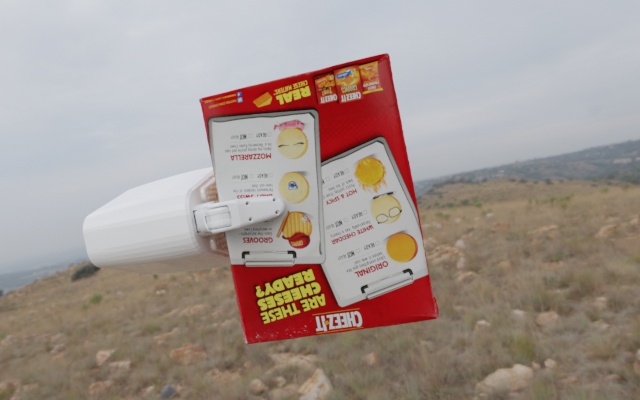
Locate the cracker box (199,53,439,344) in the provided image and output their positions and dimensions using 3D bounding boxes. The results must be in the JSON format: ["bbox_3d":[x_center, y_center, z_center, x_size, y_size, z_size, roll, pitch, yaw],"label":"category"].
[{"bbox_3d":[0.000,0.001,0.416,0.164,0.213,0.072,-11,1,12],"label":"cracker box"}]
